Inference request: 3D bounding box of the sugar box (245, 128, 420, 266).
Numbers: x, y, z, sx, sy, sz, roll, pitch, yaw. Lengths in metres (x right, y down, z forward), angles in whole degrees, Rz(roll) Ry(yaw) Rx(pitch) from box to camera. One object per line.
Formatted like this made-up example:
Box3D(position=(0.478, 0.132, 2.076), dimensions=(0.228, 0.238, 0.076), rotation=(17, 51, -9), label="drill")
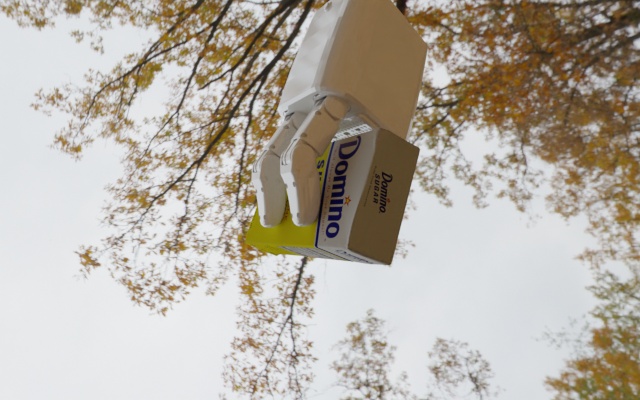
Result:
Box3D(position=(0.000, 0.001, 0.403), dimensions=(0.048, 0.093, 0.176), rotation=(23, -16, -26), label="sugar box")
